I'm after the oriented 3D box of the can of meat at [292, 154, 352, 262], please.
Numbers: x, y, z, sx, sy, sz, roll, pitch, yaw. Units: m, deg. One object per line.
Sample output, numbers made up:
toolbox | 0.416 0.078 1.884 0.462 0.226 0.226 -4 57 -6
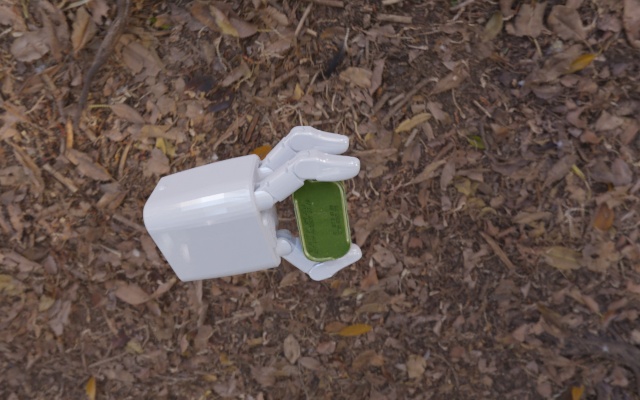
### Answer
can of meat | 0.000 0.002 0.502 0.057 0.102 0.084 -9 28 2
